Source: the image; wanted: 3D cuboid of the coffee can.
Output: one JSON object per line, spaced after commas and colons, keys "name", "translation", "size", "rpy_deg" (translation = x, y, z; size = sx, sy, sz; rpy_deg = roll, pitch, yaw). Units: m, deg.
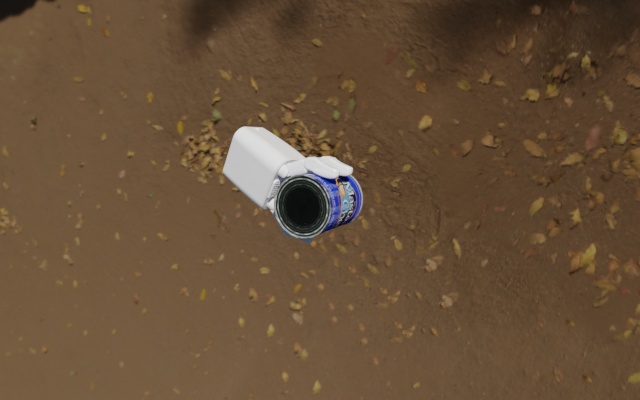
{"name": "coffee can", "translation": [0.000, 0.003, 0.813], "size": [0.103, 0.103, 0.140], "rpy_deg": [0, 6, 26]}
